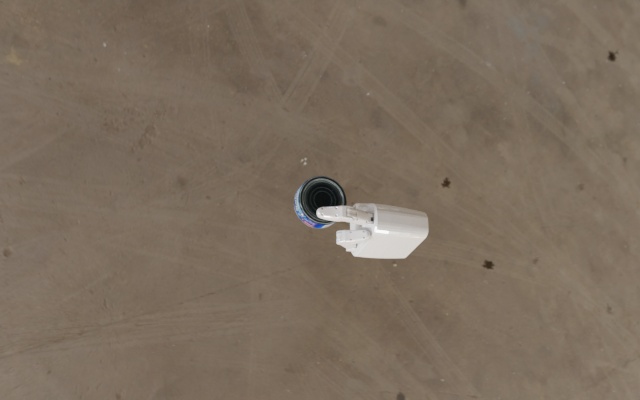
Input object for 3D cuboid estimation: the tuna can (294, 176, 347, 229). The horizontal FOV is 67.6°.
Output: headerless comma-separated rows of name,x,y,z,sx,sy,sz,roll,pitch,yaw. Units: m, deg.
tuna can,0.000,0.002,0.805,0.086,0.086,0.034,0,-14,-18
